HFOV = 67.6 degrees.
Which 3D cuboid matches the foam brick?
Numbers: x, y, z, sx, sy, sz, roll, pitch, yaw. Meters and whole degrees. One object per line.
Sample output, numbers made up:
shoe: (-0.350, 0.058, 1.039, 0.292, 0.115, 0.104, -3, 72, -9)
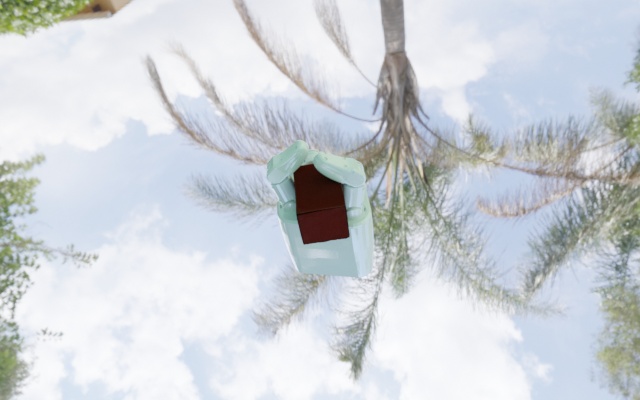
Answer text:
foam brick: (0.000, 0.002, 0.525, 0.053, 0.051, 0.078, -8, 43, 1)
